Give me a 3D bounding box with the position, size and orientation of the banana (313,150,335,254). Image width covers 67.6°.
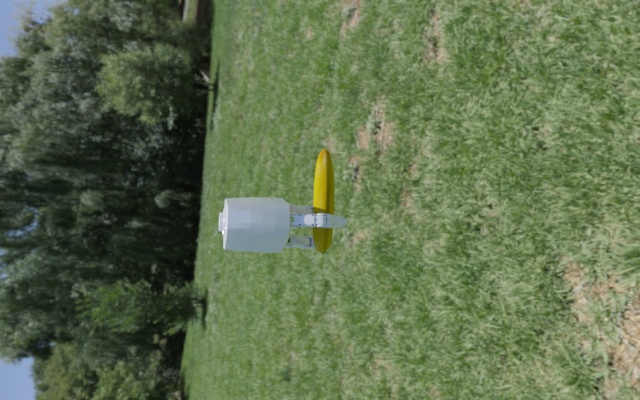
[{"bbox_3d":[0.003,0.010,0.853,0.037,0.198,0.069,0,13,-11],"label":"banana"}]
